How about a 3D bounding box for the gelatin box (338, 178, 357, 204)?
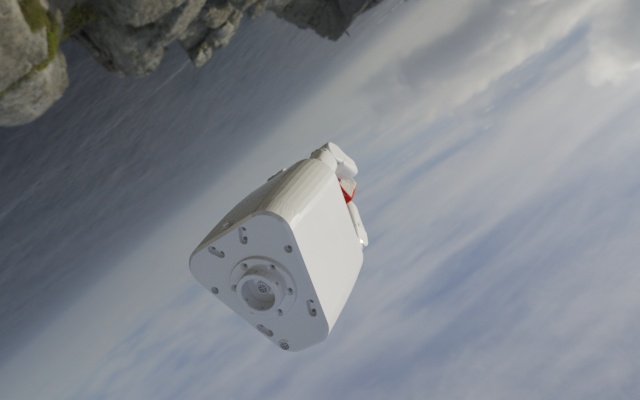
[{"bbox_3d":[0.000,0.002,0.511,0.073,0.030,0.089,-38,5,14],"label":"gelatin box"}]
